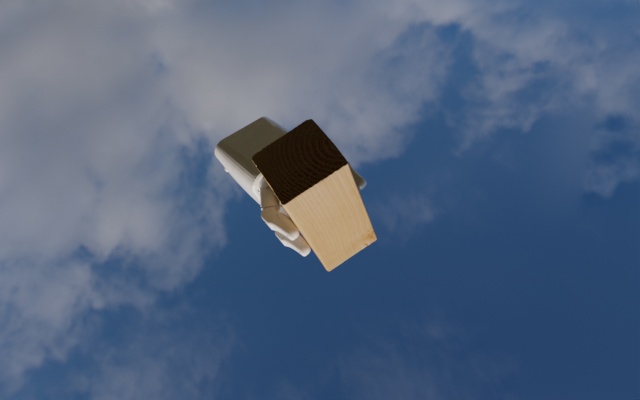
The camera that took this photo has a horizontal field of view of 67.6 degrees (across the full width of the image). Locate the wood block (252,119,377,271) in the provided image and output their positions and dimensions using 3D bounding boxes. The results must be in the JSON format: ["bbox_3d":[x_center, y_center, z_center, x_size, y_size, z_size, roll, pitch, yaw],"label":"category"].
[{"bbox_3d":[0.000,0.002,0.640,0.091,0.090,0.206,-34,-33,-4],"label":"wood block"}]
